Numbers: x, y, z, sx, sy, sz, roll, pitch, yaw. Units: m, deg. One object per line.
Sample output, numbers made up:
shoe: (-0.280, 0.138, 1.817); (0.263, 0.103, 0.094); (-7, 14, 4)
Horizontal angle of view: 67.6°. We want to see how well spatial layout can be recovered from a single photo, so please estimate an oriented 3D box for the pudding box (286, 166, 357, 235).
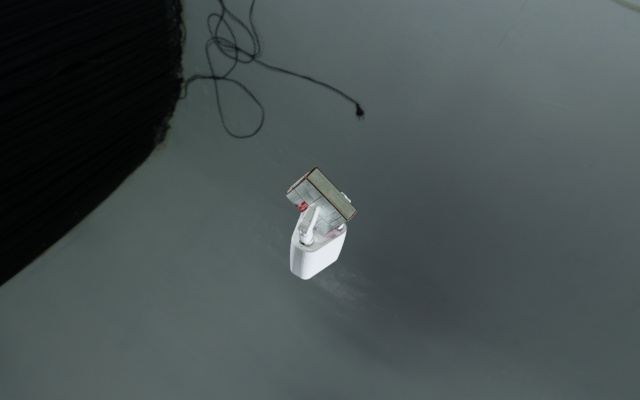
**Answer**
pudding box: (0.000, 0.003, 0.882); (0.039, 0.113, 0.090); (-50, 9, -36)
